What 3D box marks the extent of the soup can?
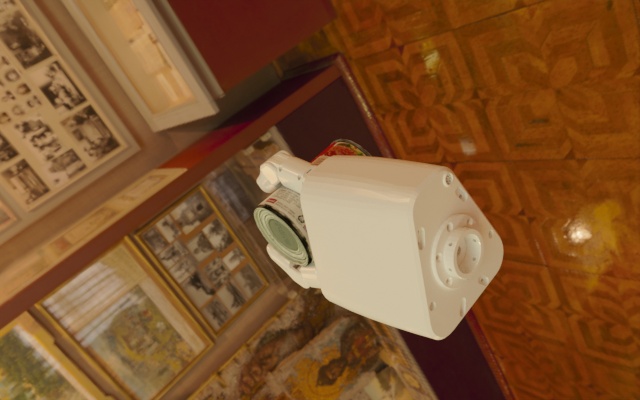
[{"bbox_3d":[0.000,0.001,0.425,0.102,0.068,0.068,-42,22,-26],"label":"soup can"}]
